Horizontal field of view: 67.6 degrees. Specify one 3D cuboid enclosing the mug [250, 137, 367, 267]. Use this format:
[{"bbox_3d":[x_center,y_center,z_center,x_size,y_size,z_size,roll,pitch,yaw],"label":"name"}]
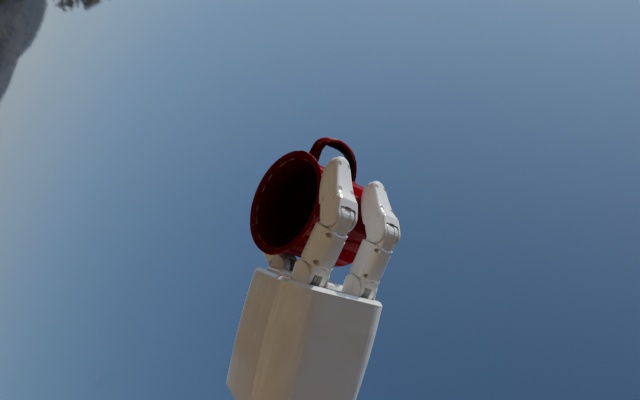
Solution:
[{"bbox_3d":[0.001,0.000,0.432,0.081,0.117,0.093,23,-9,-39],"label":"mug"}]
